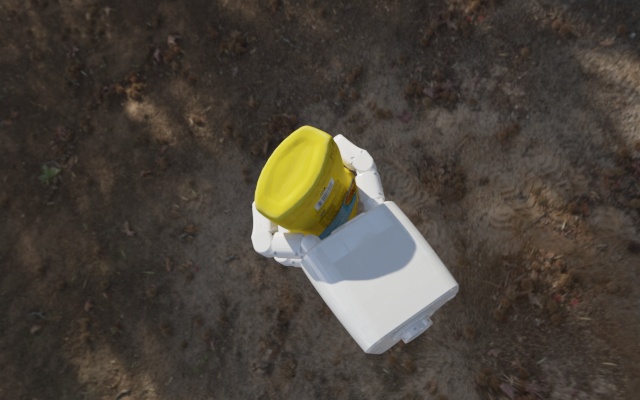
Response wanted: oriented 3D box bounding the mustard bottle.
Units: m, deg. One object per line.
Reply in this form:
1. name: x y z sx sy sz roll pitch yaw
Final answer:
1. mustard bottle: 0.000 0.001 0.518 0.058 0.096 0.192 26 -9 23
